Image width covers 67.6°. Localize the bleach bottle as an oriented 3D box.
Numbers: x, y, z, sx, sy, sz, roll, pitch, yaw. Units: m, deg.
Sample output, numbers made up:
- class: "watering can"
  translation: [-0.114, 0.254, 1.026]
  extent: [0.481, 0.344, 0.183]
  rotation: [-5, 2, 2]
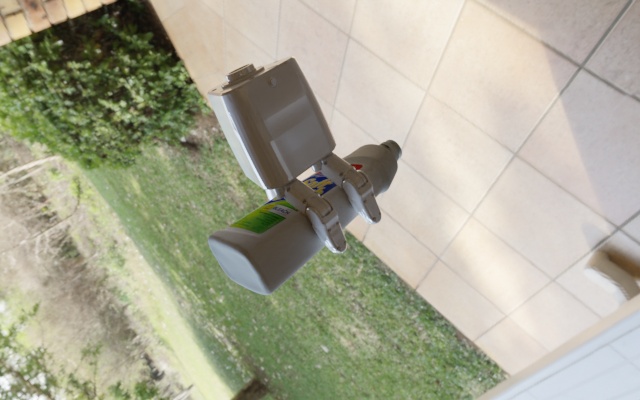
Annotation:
- class: "bleach bottle"
  translation: [0.000, 0.002, 0.551]
  extent: [0.250, 0.068, 0.102]
  rotation: [-38, 27, -29]
